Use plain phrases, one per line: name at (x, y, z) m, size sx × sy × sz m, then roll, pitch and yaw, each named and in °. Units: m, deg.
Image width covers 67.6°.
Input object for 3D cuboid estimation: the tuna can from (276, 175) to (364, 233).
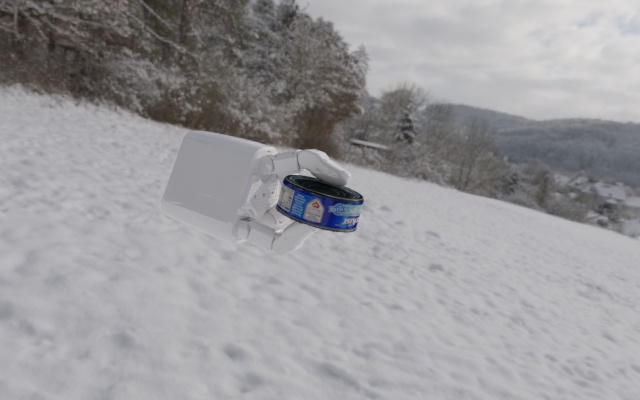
tuna can at (0.000, 0.001, 0.483) m, size 0.086 × 0.034 × 0.086 m, roll 15°, pitch 12°, yaw -3°
